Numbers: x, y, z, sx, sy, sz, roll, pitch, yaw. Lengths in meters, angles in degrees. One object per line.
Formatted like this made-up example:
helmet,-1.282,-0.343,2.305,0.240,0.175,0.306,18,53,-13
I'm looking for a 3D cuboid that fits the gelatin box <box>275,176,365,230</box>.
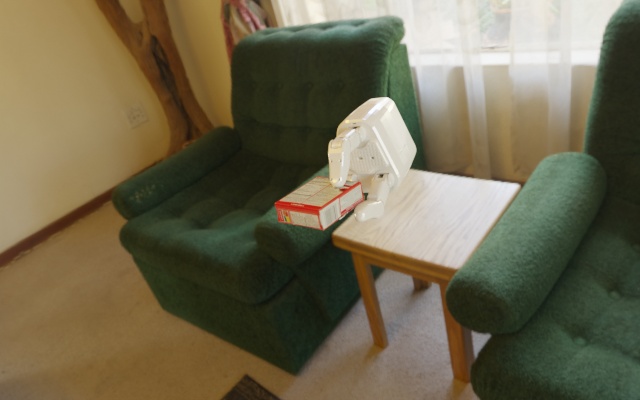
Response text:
gelatin box,0.000,0.002,0.595,0.073,0.030,0.089,8,29,39
